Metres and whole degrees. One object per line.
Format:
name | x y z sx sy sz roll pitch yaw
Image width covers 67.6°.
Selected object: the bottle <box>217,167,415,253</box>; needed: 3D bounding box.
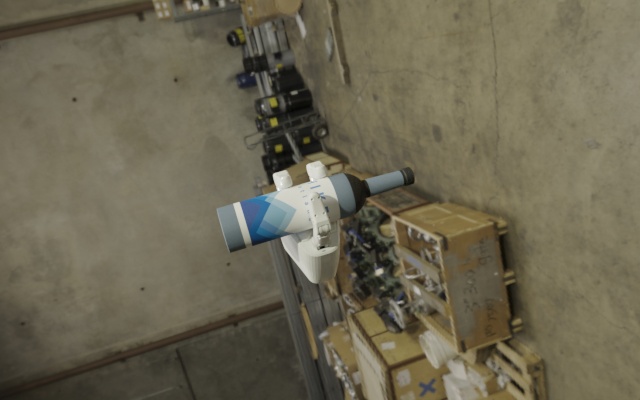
bottle | 0.000 0.002 0.707 0.295 0.069 0.069 -16 3 -10
